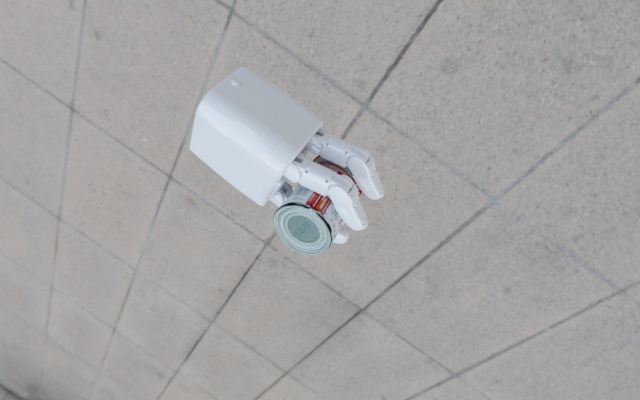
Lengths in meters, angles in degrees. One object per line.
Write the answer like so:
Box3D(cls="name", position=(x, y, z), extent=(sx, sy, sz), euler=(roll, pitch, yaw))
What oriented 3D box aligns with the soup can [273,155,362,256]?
Box3D(cls="soup can", position=(0.000, 0.002, 0.517), extent=(0.068, 0.068, 0.102), euler=(0, 35, 28))
